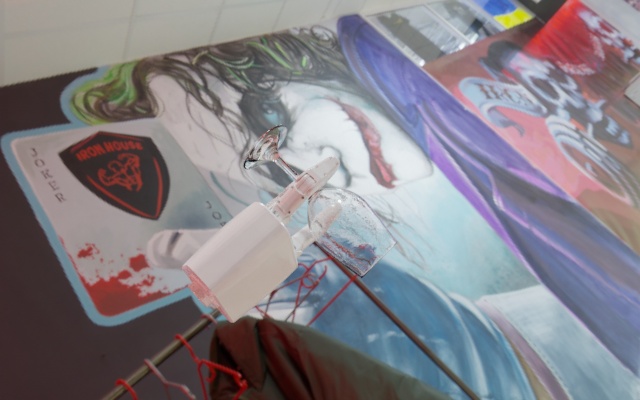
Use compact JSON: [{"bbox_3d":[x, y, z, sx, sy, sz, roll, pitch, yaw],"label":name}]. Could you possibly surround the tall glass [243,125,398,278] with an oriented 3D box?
[{"bbox_3d":[0.000,0.001,0.582,0.201,0.079,0.079,44,9,10],"label":"tall glass"}]
